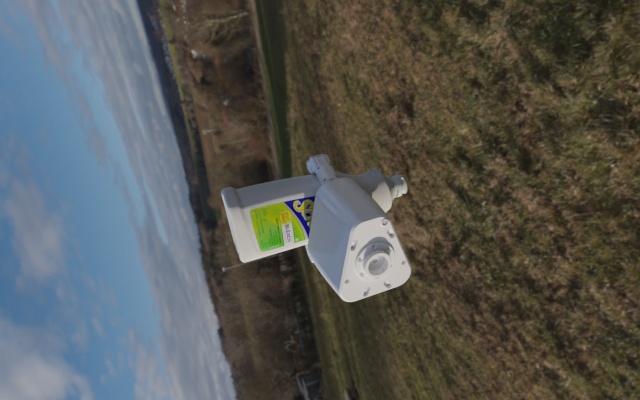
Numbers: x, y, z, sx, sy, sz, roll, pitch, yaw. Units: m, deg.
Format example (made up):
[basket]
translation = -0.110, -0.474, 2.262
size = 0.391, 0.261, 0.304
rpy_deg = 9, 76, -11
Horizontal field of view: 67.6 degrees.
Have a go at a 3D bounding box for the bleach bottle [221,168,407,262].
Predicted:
[bleach bottle]
translation = 0.000, 0.002, 0.655
size = 0.251, 0.103, 0.068
rpy_deg = -16, 27, -14
